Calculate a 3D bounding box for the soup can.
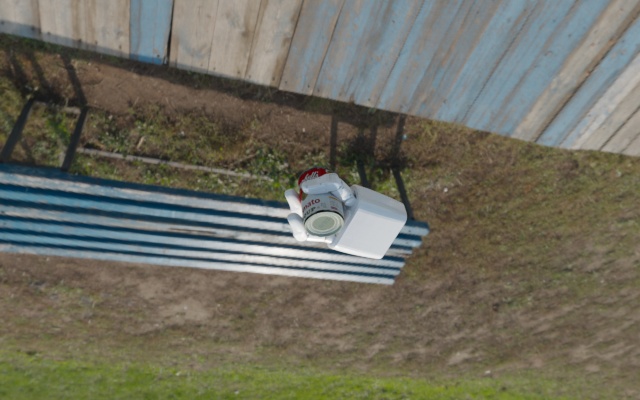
[{"bbox_3d":[0.000,0.003,0.798,0.068,0.102,0.069,-5,-42,-4],"label":"soup can"}]
